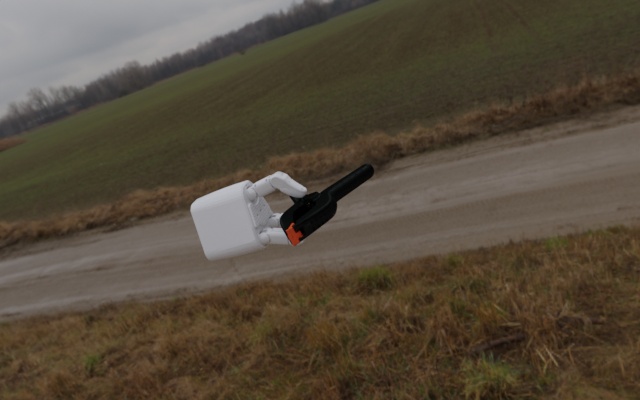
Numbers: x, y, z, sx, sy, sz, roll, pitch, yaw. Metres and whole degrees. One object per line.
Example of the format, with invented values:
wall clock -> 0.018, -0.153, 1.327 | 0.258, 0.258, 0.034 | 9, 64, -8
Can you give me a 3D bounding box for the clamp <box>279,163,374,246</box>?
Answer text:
clamp -> -0.001, 0.002, 0.757 | 0.164, 0.036, 0.210 | -20, 19, 20
